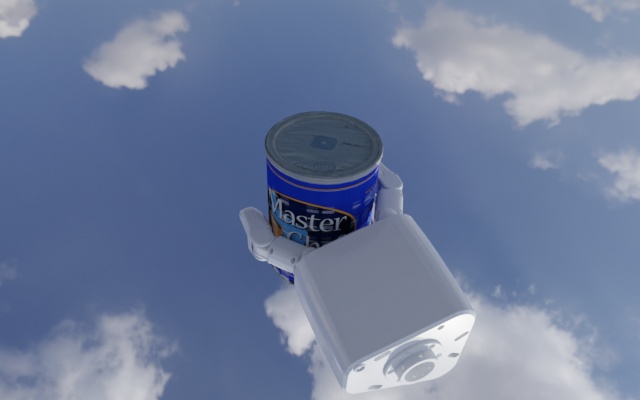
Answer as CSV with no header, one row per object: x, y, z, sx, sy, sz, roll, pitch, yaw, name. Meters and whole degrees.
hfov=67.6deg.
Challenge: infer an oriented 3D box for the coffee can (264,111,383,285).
0.000,0.001,0.457,0.103,0.140,0.102,2,41,-2,coffee can
